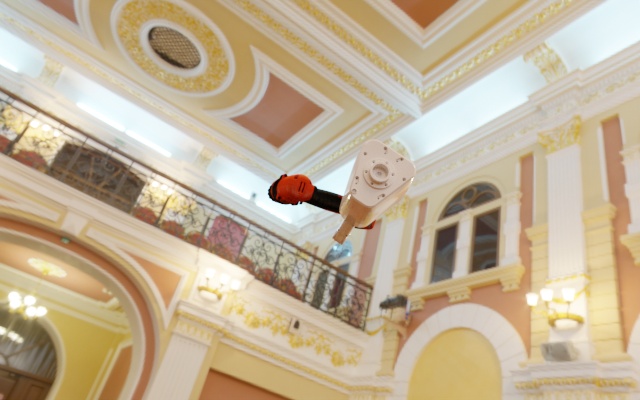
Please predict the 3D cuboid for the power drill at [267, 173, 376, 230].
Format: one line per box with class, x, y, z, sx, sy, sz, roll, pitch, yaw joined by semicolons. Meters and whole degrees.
power drill;0.001;0.003;0.886;0.188;0.057;0.184;17;-6;-17
